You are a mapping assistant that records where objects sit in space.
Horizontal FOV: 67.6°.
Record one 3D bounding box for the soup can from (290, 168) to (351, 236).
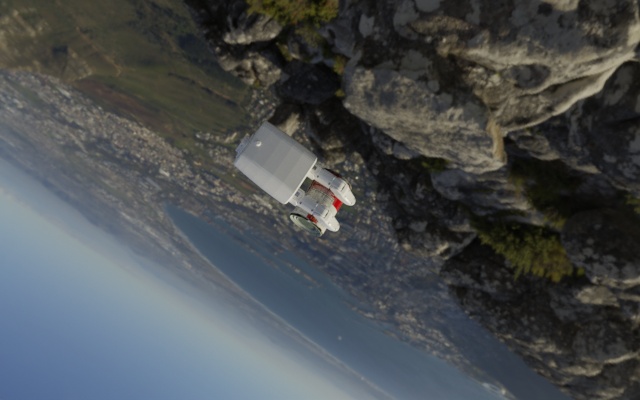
[{"bbox_3d":[0.000,0.003,0.837,0.068,0.102,0.068,29,-19,11],"label":"soup can"}]
